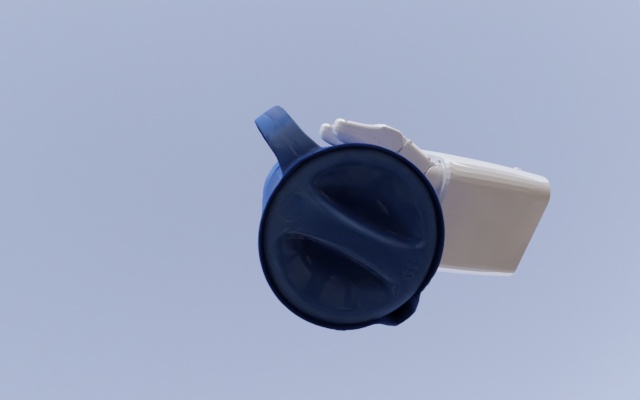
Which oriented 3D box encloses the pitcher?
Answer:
[{"bbox_3d":[0.000,0.002,0.439,0.145,0.149,0.243,9,7,-11],"label":"pitcher"}]
